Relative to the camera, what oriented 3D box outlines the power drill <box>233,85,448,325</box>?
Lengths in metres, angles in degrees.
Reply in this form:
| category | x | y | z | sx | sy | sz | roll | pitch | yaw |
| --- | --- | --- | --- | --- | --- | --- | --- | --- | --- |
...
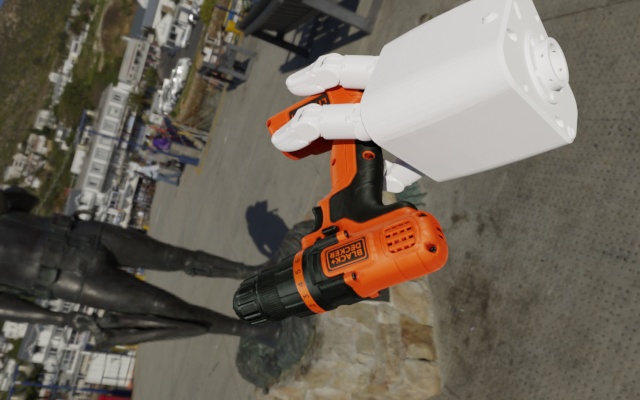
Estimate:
| category | x | y | z | sx | sy | sz | roll | pitch | yaw |
| --- | --- | --- | --- | --- | --- | --- | --- | --- | --- |
| power drill | 0.000 | 0.001 | 0.408 | 0.184 | 0.187 | 0.057 | -22 | -32 | 21 |
